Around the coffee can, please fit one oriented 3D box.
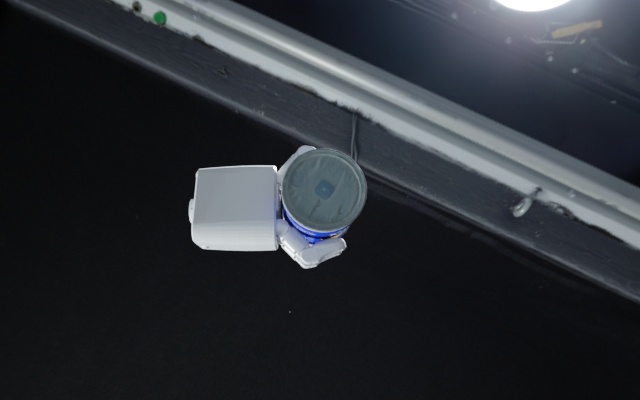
[{"bbox_3d":[0.000,0.002,0.634,0.103,0.102,0.140,0,-13,-4],"label":"coffee can"}]
